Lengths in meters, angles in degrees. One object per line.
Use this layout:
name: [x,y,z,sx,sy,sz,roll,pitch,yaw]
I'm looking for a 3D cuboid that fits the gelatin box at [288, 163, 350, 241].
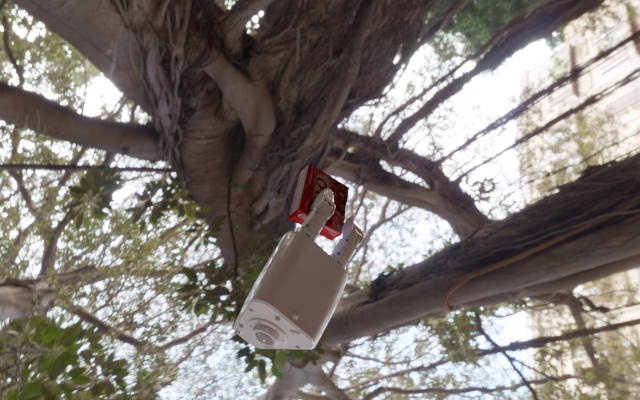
gelatin box: [0.000,0.002,0.667,0.073,0.089,0.030,30,-43,-21]
